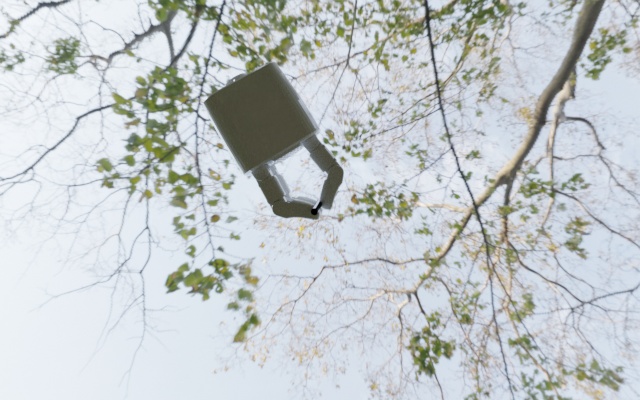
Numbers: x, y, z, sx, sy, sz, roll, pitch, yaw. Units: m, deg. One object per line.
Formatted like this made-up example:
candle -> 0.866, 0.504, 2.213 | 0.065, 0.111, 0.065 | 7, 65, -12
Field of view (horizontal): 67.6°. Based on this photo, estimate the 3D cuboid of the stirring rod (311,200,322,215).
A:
stirring rod -> 0.000, 0.002, 0.643 | 0.011, 0.011, 0.239 | 0, 5, 3
